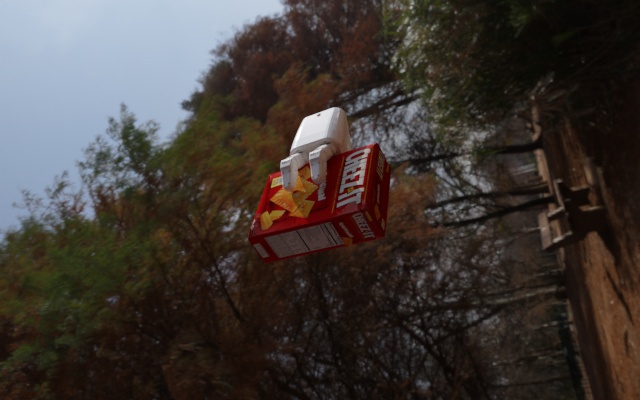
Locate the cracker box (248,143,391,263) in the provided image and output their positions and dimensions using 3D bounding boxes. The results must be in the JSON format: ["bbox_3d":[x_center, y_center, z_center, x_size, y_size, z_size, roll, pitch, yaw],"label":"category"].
[{"bbox_3d":[0.000,0.003,0.781,0.214,0.072,0.164,-15,38,25],"label":"cracker box"}]
